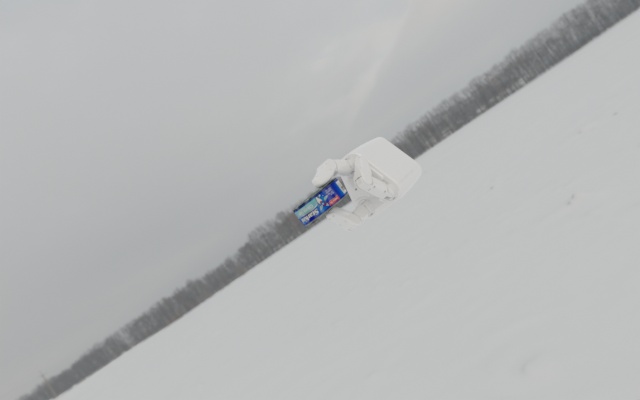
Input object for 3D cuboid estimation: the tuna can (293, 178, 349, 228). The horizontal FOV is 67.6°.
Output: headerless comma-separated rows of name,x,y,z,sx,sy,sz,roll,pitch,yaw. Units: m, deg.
tuna can,0.000,0.002,0.735,0.086,0.034,0.086,-38,3,2
